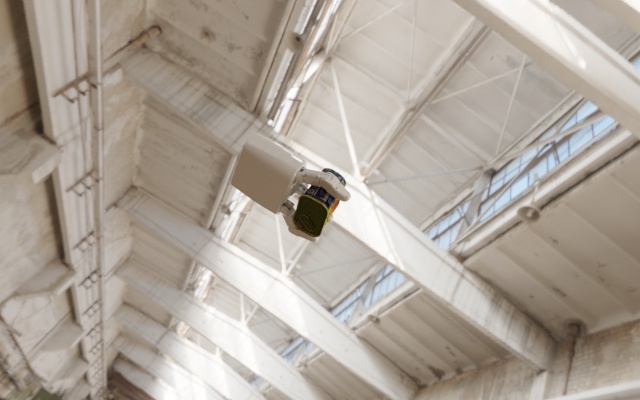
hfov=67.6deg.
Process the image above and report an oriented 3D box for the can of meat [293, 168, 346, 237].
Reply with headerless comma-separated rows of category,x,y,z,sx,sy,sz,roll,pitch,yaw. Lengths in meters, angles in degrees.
can of meat,0.000,0.003,0.857,0.057,0.084,0.102,29,-38,8
